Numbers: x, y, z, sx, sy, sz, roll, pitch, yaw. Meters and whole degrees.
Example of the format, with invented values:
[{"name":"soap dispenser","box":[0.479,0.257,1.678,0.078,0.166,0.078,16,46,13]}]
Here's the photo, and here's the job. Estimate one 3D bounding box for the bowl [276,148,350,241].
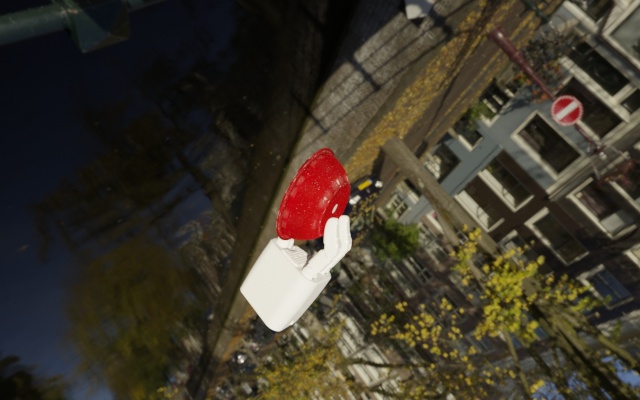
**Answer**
[{"name":"bowl","box":[0.001,0.001,0.739,0.055,0.162,0.162,28,10,19]}]
